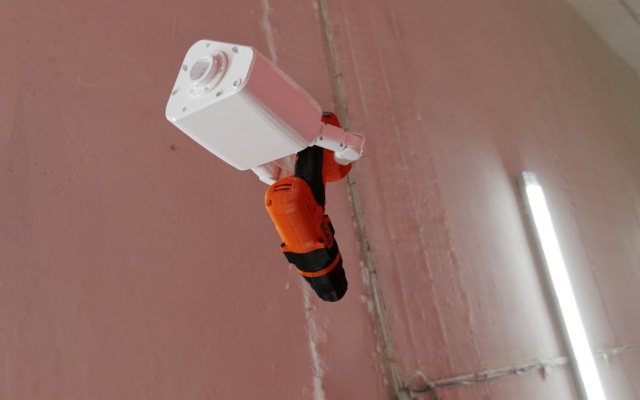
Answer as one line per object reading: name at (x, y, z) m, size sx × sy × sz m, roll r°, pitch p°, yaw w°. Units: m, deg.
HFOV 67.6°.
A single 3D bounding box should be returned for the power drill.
power drill at (0.000, 0.001, 0.558) m, size 0.057 × 0.187 × 0.185 m, roll -7°, pitch -45°, yaw 15°
